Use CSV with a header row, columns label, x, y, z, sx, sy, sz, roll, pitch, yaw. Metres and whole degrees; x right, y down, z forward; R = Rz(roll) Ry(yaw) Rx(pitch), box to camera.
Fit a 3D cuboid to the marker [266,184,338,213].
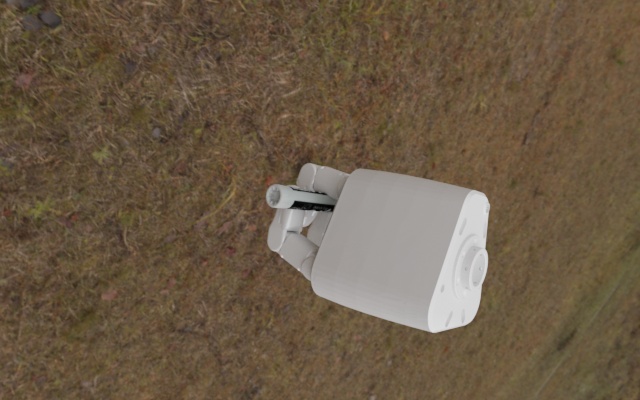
label,x,y,z,sx,sy,sz,roll,pitch,yaw
marker,0.000,0.001,0.428,0.020,0.020,0.121,0,-5,38
